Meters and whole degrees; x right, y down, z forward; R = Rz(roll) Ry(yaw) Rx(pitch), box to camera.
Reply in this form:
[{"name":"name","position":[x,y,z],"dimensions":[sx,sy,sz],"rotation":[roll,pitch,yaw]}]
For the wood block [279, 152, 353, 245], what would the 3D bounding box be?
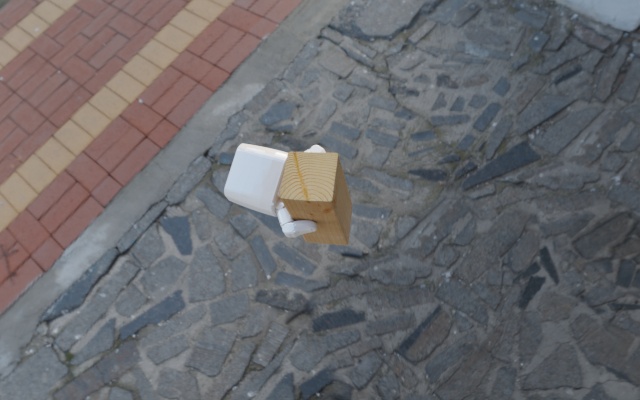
[{"name":"wood block","position":[0.000,0.003,0.870],"dimensions":[0.090,0.090,0.206],"rotation":[3,-24,13]}]
